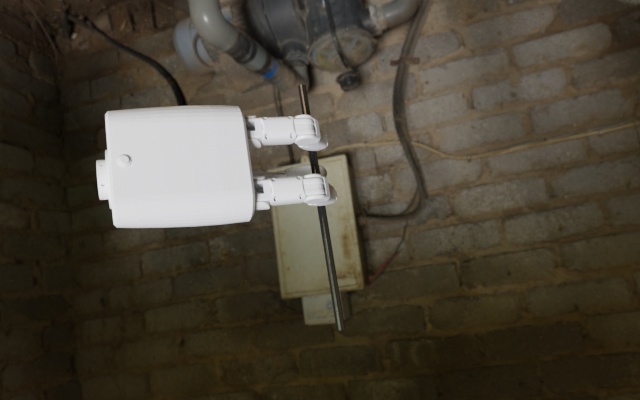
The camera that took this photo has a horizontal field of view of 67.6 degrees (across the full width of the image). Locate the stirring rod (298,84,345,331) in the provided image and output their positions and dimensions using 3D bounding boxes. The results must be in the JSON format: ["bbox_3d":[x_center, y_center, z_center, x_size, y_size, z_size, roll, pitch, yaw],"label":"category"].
[{"bbox_3d":[0.000,0.001,0.458,0.011,0.239,0.011,-9,-11,-2],"label":"stirring rod"}]
